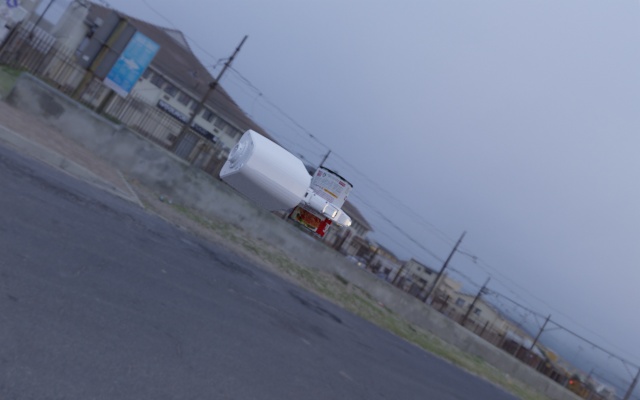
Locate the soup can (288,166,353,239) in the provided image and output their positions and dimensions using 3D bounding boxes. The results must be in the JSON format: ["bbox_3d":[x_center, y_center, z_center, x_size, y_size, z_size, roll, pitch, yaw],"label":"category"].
[{"bbox_3d":[0.001,0.003,0.791,0.068,0.102,0.068,31,-3,2],"label":"soup can"}]
